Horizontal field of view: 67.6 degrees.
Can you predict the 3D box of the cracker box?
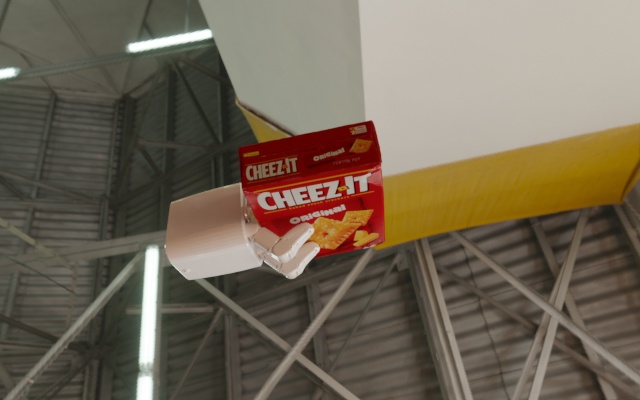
[{"bbox_3d":[0.000,0.002,0.632,0.164,0.072,0.214,-12,-31,2],"label":"cracker box"}]
